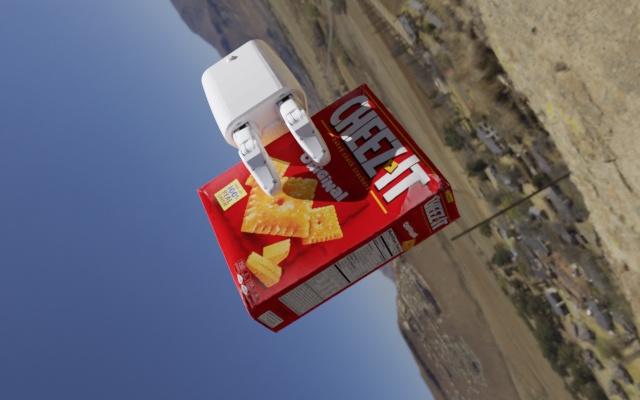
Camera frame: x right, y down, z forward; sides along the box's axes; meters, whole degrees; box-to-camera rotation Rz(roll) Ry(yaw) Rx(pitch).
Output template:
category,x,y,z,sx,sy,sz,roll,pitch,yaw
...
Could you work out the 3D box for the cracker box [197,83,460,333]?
category,x,y,z,sx,sy,sz,roll,pitch,yaw
cracker box,0.000,0.002,0.479,0.214,0.164,0.072,-33,-36,3
